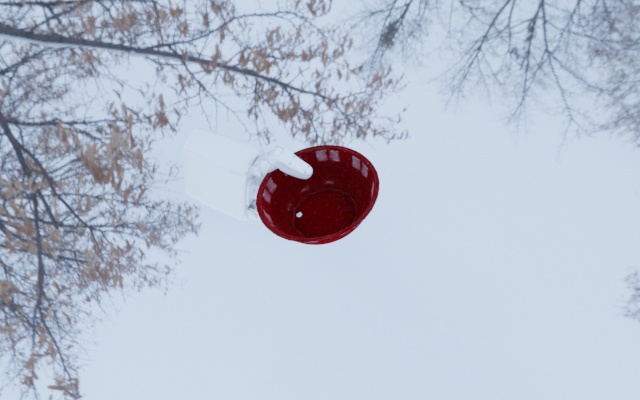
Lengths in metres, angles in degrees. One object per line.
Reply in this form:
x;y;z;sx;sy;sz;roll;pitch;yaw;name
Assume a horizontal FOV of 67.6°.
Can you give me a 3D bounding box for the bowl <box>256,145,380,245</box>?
0.001;0.003;0.629;0.162;0.162;0.055;0;-39;15;bowl
